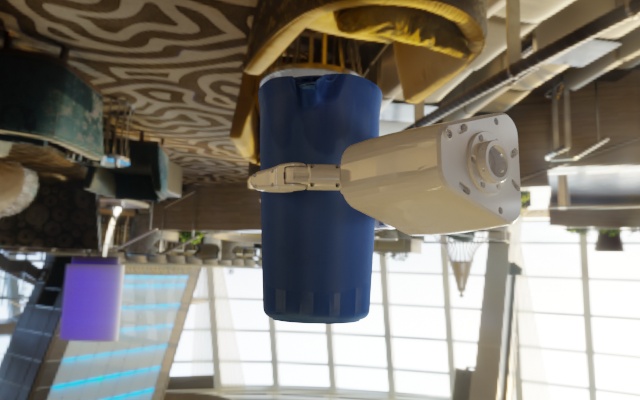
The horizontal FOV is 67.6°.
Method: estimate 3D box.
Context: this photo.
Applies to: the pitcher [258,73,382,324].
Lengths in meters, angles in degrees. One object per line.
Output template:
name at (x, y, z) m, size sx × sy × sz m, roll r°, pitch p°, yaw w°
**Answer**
pitcher at (0.000, 0.002, 0.508) m, size 0.149 × 0.243 × 0.145 m, roll 8°, pitch -11°, yaw -37°
